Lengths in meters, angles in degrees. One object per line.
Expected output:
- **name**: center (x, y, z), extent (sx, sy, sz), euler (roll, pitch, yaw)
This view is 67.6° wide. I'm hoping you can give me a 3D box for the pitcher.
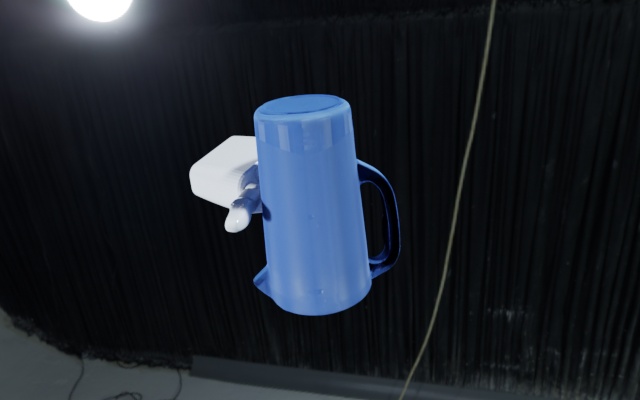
- **pitcher**: center (0.000, 0.002, 0.574), extent (0.145, 0.243, 0.149), euler (13, 30, 36)
